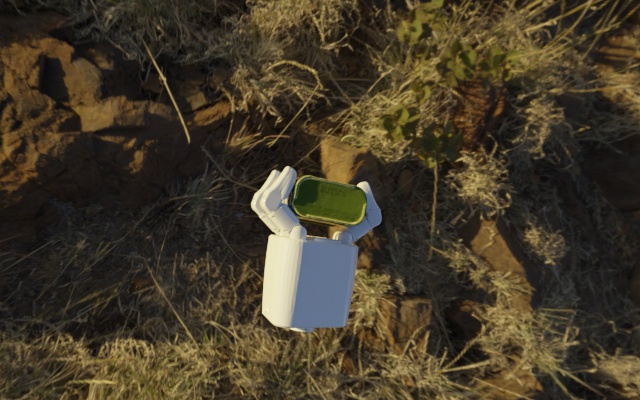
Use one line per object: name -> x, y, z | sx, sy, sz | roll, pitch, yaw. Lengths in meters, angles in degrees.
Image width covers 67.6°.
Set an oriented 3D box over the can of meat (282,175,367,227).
can of meat -> 0.000, 0.002, 0.621 | 0.102, 0.057, 0.084 | 11, -5, -18
